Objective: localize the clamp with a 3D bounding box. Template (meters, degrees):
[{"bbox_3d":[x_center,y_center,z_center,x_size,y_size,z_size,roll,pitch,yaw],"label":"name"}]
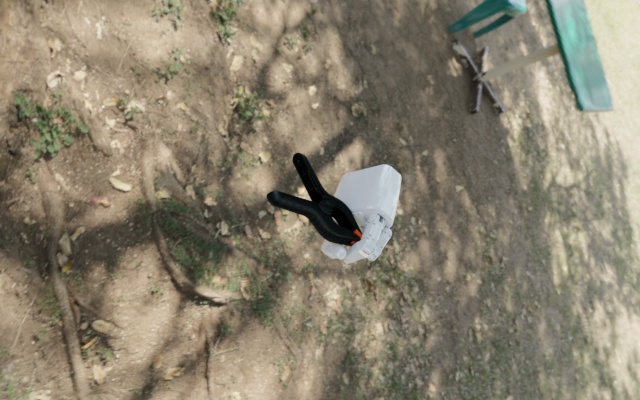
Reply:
[{"bbox_3d":[0.001,0.002,0.750,0.171,0.120,0.039,38,-41,-21],"label":"clamp"}]
